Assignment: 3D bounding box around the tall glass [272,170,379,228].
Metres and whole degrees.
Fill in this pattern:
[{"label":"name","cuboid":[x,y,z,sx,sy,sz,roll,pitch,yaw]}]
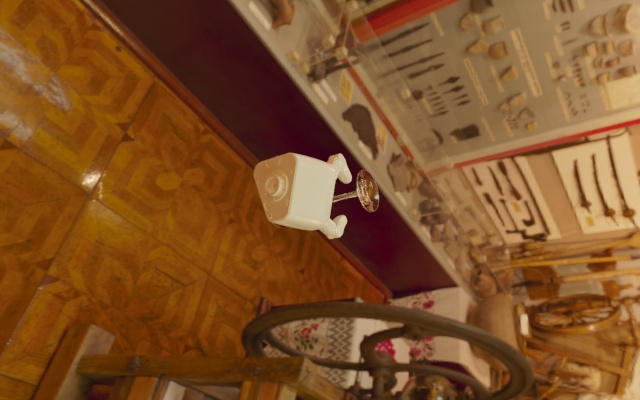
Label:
[{"label":"tall glass","cuboid":[0.001,0.003,0.866,0.201,0.079,0.079,-14,-8,33]}]
